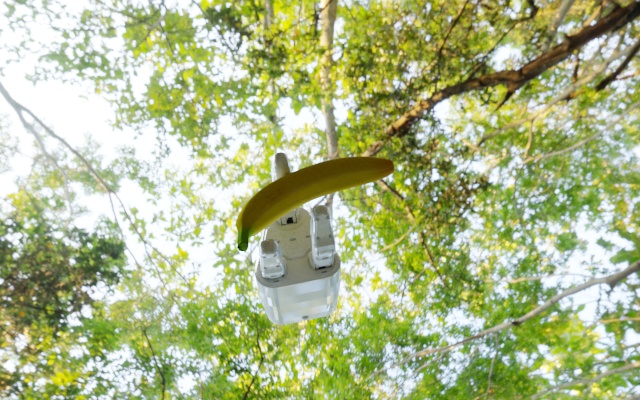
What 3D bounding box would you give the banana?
[{"bbox_3d":[-0.014,-0.007,0.509,0.197,0.037,0.069,-29,50,-23],"label":"banana"}]
